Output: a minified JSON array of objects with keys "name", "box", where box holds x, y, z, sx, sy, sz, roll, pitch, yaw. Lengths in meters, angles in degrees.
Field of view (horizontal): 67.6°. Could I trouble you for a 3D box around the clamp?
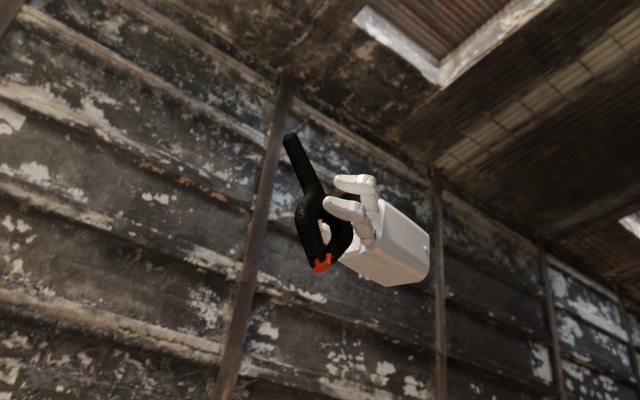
[{"name":"clamp","box":[0.000,0.003,0.679,0.164,0.209,0.036,32,-46,-21]}]
